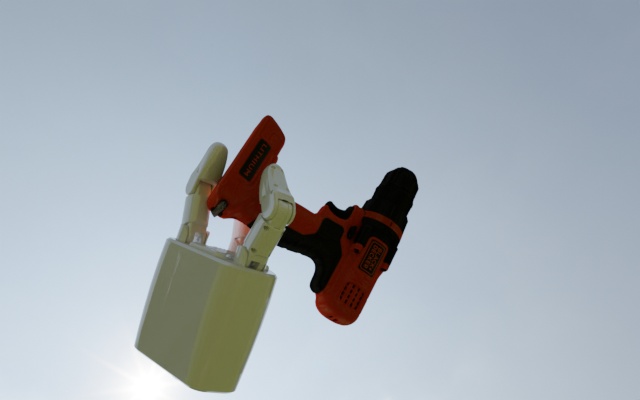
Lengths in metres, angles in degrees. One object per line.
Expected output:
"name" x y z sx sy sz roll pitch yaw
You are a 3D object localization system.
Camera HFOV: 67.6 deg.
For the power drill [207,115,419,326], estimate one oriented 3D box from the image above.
"power drill" 0.000 0.002 0.473 0.188 0.184 0.057 35 -26 -11
